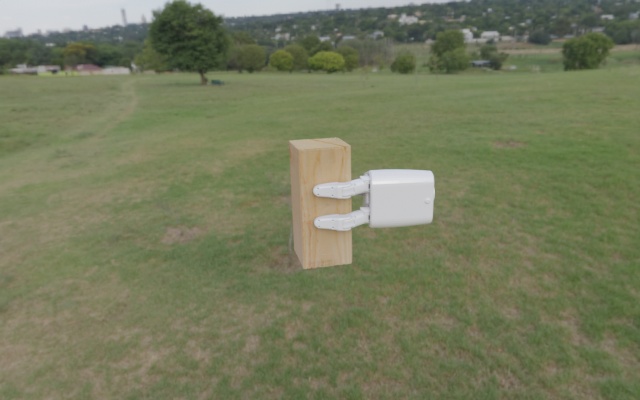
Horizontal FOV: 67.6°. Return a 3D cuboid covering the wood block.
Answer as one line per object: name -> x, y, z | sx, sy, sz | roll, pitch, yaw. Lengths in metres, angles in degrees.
wood block -> 0.000, 0.002, 0.826 | 0.090, 0.206, 0.090 | -5, 18, -12
